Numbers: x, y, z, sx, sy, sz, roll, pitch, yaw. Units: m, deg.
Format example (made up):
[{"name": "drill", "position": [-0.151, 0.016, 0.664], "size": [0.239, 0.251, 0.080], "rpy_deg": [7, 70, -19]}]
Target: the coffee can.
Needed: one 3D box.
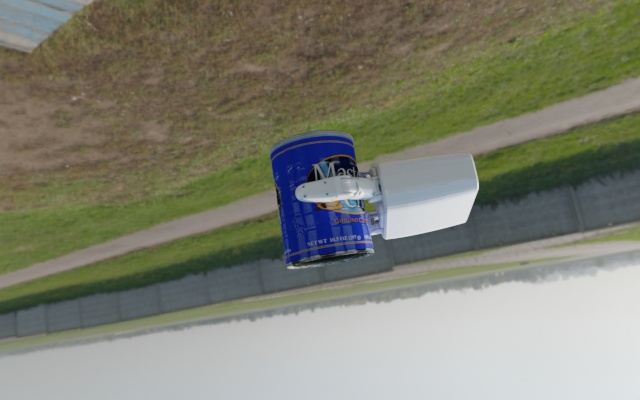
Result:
[{"name": "coffee can", "position": [0.000, 0.002, 0.560], "size": [0.103, 0.140, 0.103], "rpy_deg": [-9, -12, -2]}]
